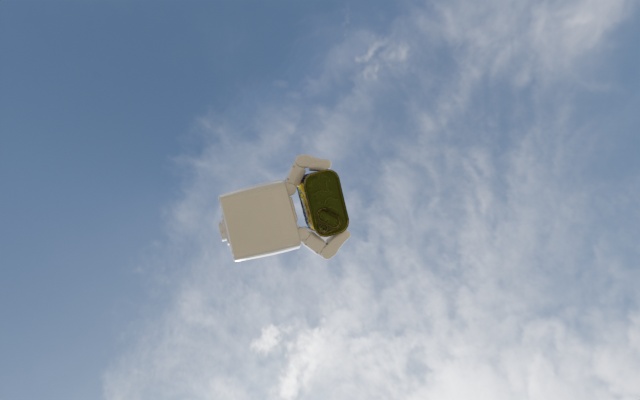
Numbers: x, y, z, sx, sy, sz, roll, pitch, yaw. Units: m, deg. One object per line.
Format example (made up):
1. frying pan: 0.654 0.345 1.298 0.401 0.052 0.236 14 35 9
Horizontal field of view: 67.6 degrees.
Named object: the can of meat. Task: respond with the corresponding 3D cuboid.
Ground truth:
1. can of meat: 0.000 0.002 0.770 0.057 0.102 0.084 -15 6 -13
